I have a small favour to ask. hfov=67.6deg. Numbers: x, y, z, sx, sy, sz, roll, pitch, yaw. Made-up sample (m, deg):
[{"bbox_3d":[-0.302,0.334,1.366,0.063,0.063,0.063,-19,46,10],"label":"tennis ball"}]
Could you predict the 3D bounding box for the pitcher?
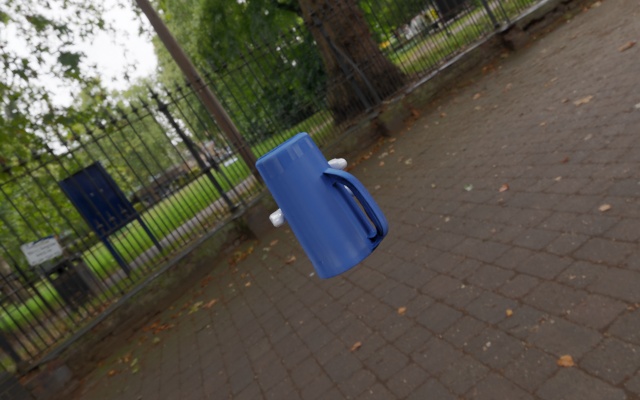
[{"bbox_3d":[0.000,0.003,0.841,0.149,0.243,0.145,-33,9,-3],"label":"pitcher"}]
